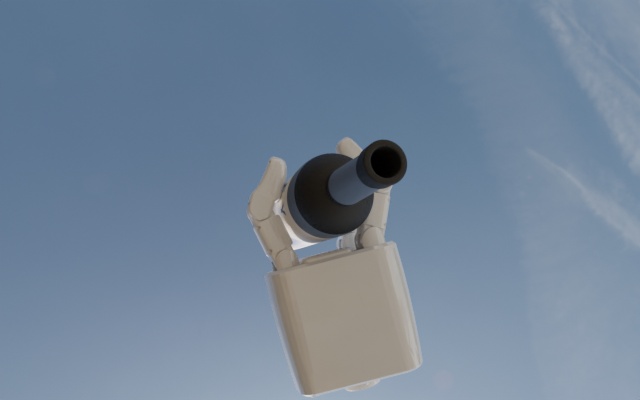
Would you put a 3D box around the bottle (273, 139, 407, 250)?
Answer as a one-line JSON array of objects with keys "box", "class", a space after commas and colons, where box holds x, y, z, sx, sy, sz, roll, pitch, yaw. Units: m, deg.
[{"box": [0.000, 0.001, 0.415, 0.069, 0.069, 0.296, 0, -9, -15], "class": "bottle"}]
